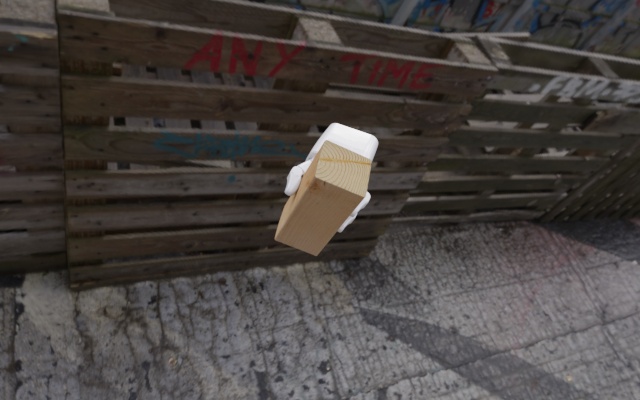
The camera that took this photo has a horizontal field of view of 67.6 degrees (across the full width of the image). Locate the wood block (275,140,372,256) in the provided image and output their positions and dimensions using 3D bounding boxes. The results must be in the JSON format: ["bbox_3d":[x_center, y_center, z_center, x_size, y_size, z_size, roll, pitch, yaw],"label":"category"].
[{"bbox_3d":[0.000,0.002,0.850,0.091,0.090,0.206,23,-40,-10],"label":"wood block"}]
